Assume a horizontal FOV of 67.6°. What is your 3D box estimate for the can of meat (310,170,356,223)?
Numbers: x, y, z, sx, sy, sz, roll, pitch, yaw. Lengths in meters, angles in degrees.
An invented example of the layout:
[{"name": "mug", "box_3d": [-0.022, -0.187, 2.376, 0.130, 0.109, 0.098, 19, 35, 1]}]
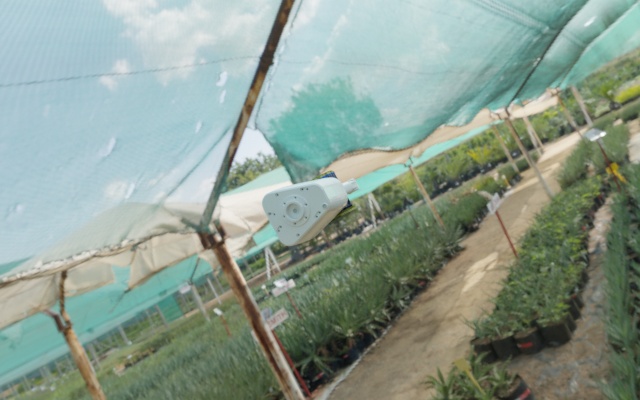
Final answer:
[{"name": "can of meat", "box_3d": [0.000, 0.003, 0.886, 0.102, 0.084, 0.057, -29, -3, 22]}]
